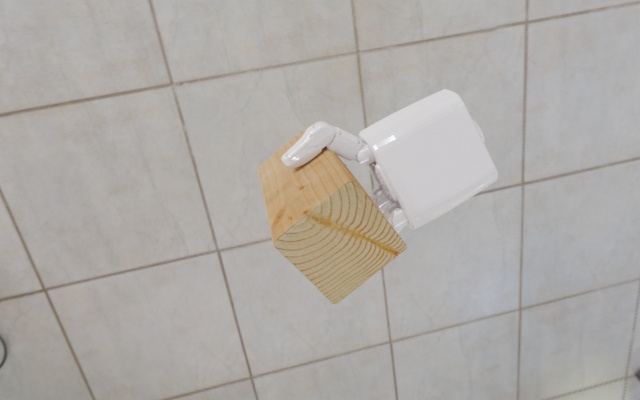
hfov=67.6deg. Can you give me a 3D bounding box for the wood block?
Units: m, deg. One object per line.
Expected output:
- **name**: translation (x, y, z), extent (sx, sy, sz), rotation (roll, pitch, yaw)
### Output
- **wood block**: translation (0.000, 0.001, 0.511), extent (0.090, 0.091, 0.206), rotation (-39, 24, 5)
